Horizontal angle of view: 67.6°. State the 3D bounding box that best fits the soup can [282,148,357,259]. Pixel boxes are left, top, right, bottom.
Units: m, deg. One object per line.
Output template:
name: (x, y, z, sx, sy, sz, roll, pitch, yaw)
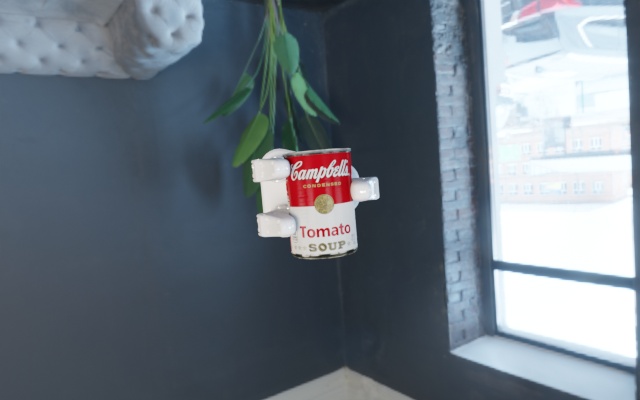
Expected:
soup can: (0.000, 0.002, 0.475, 0.068, 0.102, 0.068, -5, 4, 0)
